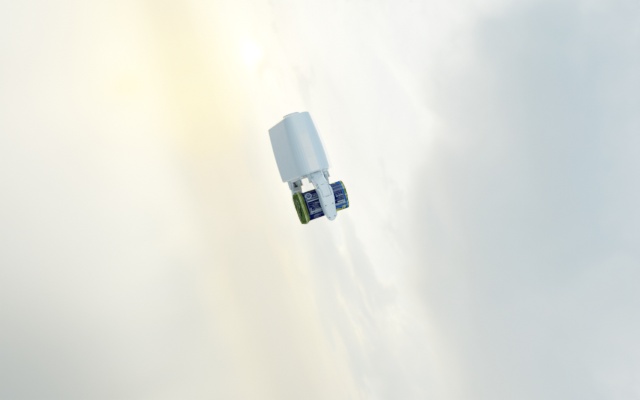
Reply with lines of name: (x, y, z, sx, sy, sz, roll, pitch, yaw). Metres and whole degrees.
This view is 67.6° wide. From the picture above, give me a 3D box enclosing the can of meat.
can of meat: (0.000, 0.003, 0.859, 0.084, 0.057, 0.102, -19, 0, -10)
